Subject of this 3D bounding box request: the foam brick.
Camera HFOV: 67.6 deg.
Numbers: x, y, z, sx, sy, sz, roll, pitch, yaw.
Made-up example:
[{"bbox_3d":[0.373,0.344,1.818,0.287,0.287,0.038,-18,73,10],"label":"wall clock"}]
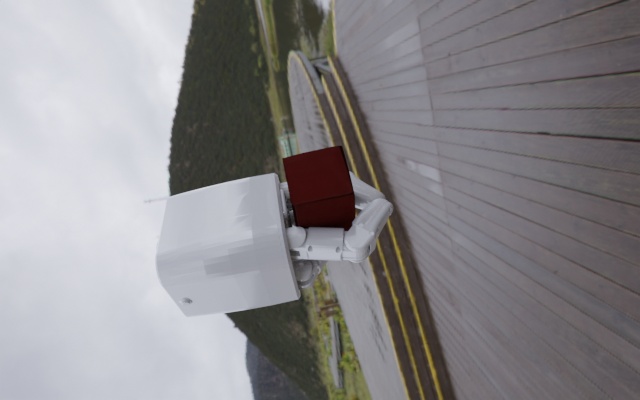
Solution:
[{"bbox_3d":[0.000,0.001,0.409,0.051,0.053,0.078,-10,-37,-3],"label":"foam brick"}]
